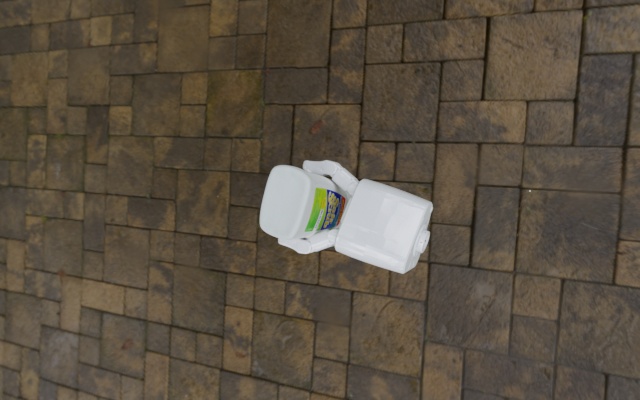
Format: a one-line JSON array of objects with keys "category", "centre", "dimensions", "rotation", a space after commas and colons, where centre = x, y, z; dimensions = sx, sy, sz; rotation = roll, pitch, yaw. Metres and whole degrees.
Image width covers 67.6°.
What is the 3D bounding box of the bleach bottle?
[{"category": "bleach bottle", "centre": [0.000, 0.003, 0.749], "dimensions": [0.068, 0.102, 0.251], "rotation": [19, 9, 22]}]
